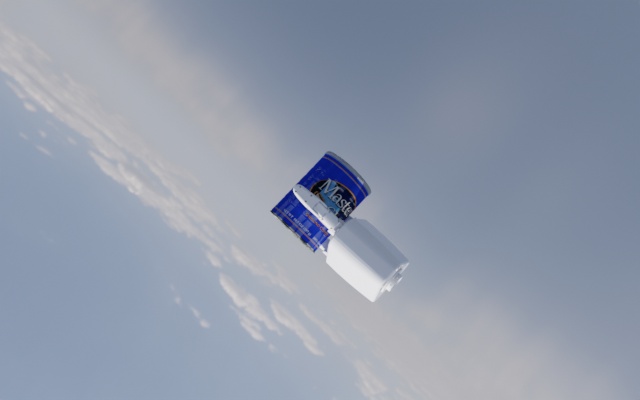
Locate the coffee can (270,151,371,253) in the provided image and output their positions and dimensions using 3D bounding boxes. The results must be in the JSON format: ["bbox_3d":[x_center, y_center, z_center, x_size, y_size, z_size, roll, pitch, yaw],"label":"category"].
[{"bbox_3d":[0.000,0.002,0.797,0.103,0.140,0.103,43,-6,6],"label":"coffee can"}]
